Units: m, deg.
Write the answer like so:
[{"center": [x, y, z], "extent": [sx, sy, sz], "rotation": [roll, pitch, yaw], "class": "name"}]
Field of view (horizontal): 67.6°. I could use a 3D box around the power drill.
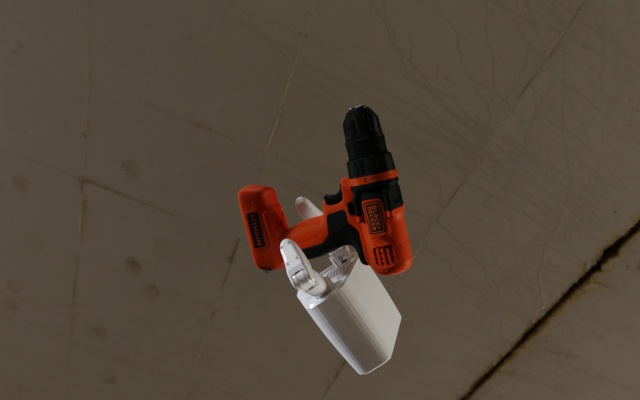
[{"center": [0.000, 0.002, 0.541], "extent": [0.187, 0.184, 0.057], "rotation": [-12, 2, 27], "class": "power drill"}]
